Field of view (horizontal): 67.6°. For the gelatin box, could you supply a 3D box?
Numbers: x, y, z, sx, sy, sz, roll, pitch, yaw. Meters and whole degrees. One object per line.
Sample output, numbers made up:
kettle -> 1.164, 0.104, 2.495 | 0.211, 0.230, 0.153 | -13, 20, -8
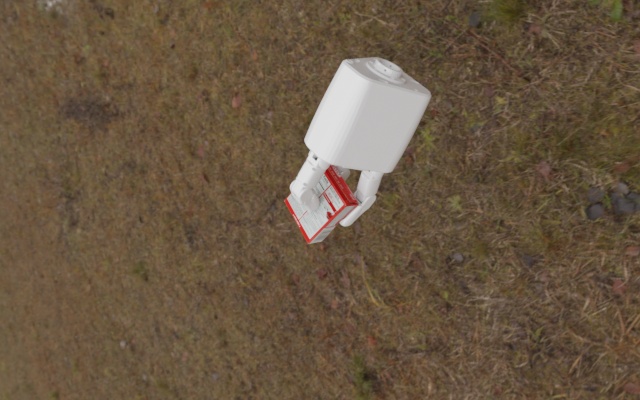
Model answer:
gelatin box -> 0.000, 0.002, 0.628 | 0.030, 0.073, 0.089 | -4, -34, -47
